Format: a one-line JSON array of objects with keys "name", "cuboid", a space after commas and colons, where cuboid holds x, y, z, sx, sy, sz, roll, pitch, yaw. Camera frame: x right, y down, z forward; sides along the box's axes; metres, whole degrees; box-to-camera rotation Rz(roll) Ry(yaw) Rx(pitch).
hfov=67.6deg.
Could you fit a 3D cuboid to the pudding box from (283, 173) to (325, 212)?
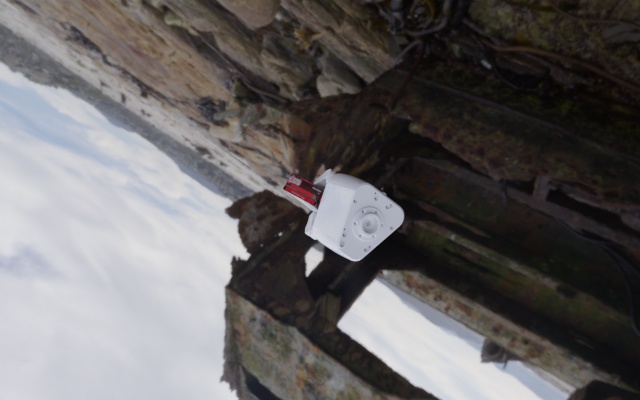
[{"name": "pudding box", "cuboid": [0.000, 0.003, 0.842, 0.090, 0.039, 0.113, 30, -6, 42]}]
